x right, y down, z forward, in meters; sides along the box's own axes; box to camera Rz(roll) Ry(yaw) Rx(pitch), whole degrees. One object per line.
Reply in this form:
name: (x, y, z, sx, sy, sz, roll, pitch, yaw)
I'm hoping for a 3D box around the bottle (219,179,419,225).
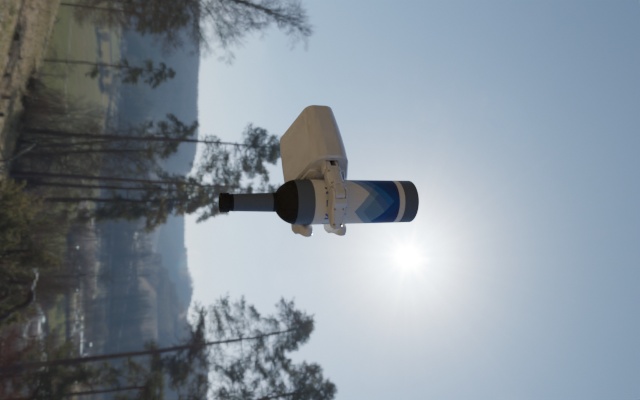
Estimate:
bottle: (0.000, 0.002, 0.706, 0.296, 0.069, 0.069, 0, 0, -19)
